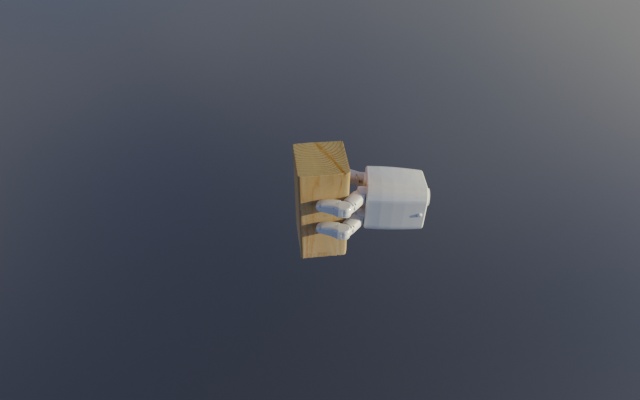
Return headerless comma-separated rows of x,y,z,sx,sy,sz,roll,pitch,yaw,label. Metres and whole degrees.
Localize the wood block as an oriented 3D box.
0.000,0.003,0.871,0.090,0.206,0.090,-5,44,-5,wood block
